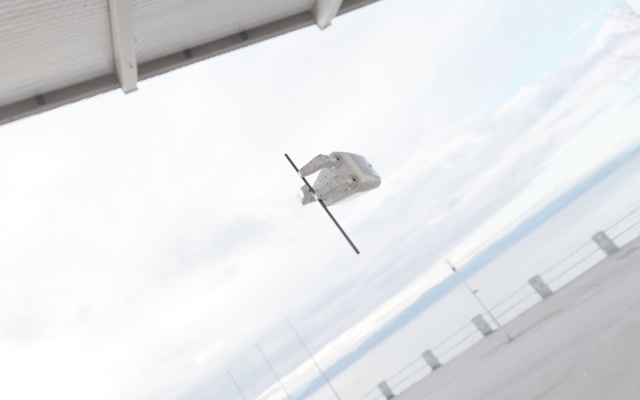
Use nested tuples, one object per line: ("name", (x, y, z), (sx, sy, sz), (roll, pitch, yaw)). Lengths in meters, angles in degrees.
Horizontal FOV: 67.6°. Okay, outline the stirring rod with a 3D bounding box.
("stirring rod", (0.000, 0.003, 0.887), (0.011, 0.239, 0.011), (-33, -18, -12))
